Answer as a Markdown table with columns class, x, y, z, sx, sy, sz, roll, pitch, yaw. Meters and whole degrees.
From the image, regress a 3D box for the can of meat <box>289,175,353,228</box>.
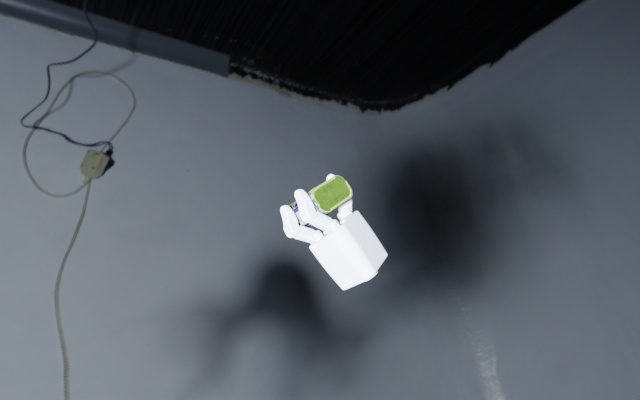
| class | x | y | z | sx | sy | sz | roll | pitch | yaw |
| --- | --- | --- | --- | --- | --- | --- | --- | --- | --- |
| can of meat | 0.000 | 0.003 | 0.895 | 0.102 | 0.057 | 0.084 | -33 | -2 | -43 |
